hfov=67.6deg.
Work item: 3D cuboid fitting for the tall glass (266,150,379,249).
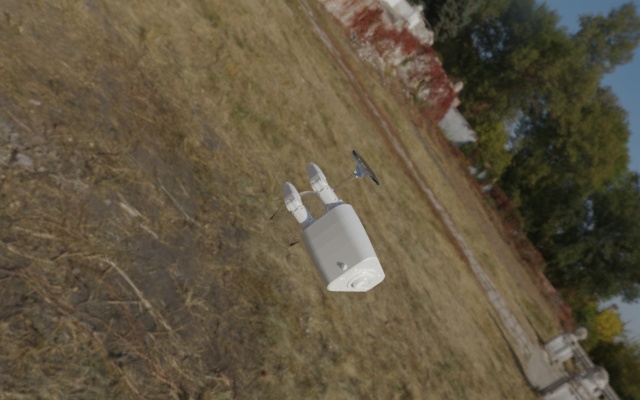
[{"bbox_3d":[0.001,0.002,0.827,0.201,0.079,0.079,-37,-11,15],"label":"tall glass"}]
